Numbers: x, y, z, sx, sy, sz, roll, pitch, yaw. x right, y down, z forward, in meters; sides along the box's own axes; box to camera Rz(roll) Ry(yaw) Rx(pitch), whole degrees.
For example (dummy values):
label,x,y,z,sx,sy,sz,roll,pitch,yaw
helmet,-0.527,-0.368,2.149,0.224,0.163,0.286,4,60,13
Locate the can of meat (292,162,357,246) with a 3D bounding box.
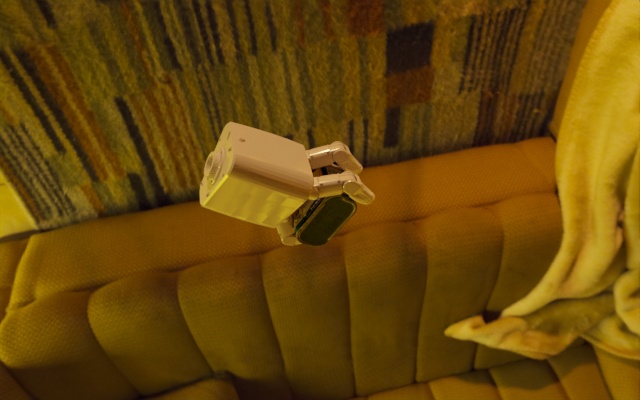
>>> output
label,x,y,z,sx,sy,sz,roll,pitch,yaw
can of meat,0.000,0.002,0.664,0.057,0.084,0.102,20,-55,-30
